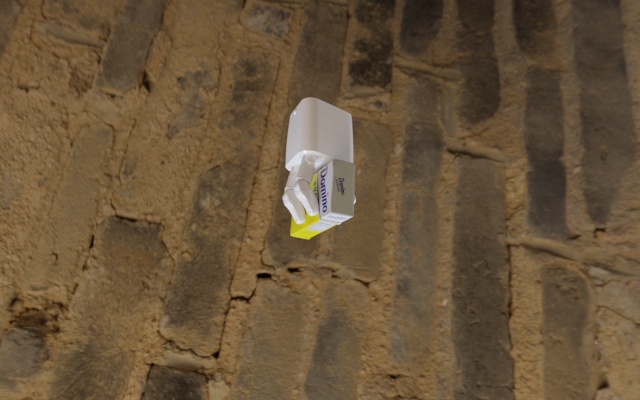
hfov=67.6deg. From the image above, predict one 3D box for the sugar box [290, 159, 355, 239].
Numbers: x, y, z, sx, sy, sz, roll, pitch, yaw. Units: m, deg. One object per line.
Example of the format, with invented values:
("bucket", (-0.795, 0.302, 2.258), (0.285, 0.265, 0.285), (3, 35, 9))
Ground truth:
("sugar box", (0.000, 0.002, 0.819), (0.048, 0.093, 0.176), (10, -20, -20))
